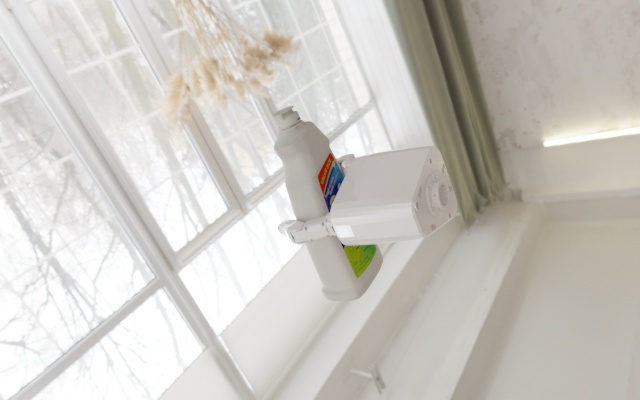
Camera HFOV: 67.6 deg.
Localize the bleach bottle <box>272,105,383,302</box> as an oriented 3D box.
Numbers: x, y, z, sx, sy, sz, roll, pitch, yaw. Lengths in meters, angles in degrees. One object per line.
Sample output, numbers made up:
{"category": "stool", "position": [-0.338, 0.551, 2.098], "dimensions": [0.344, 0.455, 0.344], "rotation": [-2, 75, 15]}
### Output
{"category": "bleach bottle", "position": [0.000, 0.002, 0.615], "dimensions": [0.068, 0.251, 0.102], "rotation": [-8, 27, 38]}
